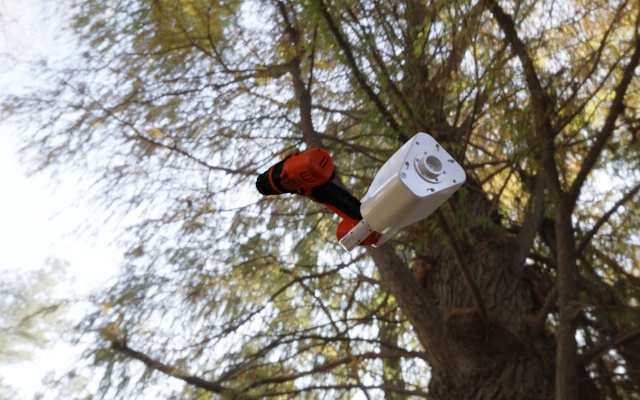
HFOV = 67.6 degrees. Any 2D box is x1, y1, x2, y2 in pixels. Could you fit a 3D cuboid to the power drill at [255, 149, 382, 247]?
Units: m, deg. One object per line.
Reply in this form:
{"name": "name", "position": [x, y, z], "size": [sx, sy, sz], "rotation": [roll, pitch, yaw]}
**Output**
{"name": "power drill", "position": [0.001, 0.003, 0.754], "size": [0.188, 0.057, 0.184], "rotation": [38, -27, -23]}
